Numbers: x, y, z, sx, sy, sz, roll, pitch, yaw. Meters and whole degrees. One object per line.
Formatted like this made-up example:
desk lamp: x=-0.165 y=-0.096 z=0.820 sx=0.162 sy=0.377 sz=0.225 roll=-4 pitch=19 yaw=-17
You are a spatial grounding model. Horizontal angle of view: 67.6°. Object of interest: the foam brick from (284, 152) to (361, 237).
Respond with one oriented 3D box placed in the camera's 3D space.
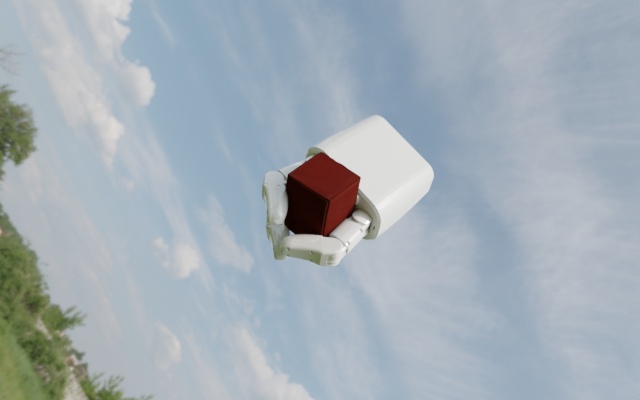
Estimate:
foam brick: x=0.000 y=0.001 z=0.479 sx=0.053 sy=0.078 sz=0.051 roll=36 pitch=52 yaw=23
